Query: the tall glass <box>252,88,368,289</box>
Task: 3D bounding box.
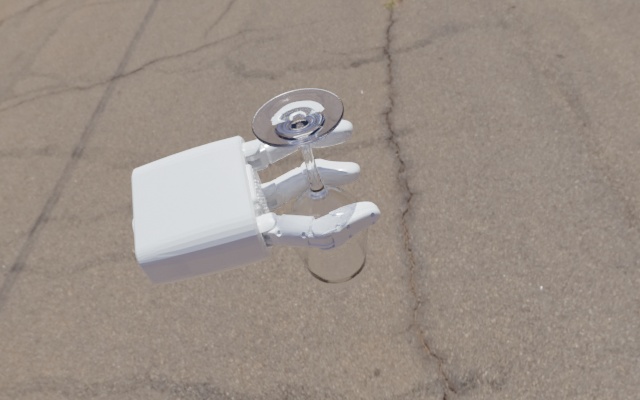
[{"bbox_3d":[0.000,0.001,0.443,0.079,0.079,0.201,0,-43,15],"label":"tall glass"}]
